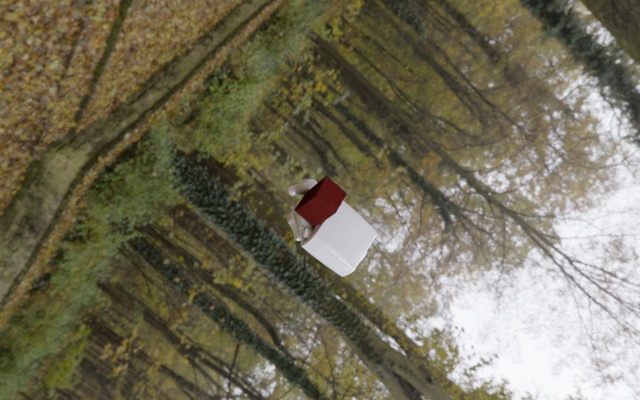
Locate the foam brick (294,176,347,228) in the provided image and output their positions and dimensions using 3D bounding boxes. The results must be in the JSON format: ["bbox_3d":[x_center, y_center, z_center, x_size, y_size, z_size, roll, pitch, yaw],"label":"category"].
[{"bbox_3d":[0.000,0.003,0.864,0.051,0.053,0.078,40,-38,-10],"label":"foam brick"}]
